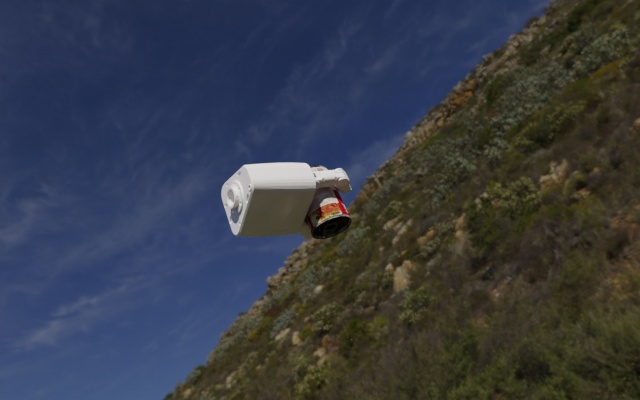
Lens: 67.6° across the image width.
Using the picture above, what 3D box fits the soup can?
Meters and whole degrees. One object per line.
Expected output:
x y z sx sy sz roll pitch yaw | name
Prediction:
0.000 0.002 0.775 0.068 0.102 0.068 -18 -28 -10 | soup can
